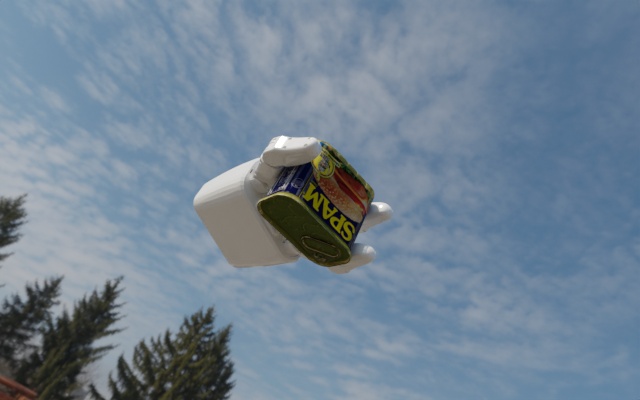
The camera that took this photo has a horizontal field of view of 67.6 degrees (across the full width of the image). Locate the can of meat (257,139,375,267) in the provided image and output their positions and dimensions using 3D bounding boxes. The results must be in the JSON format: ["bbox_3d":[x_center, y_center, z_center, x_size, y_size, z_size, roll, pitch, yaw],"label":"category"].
[{"bbox_3d":[0.000,0.001,0.475,0.057,0.084,0.102,-19,-56,46],"label":"can of meat"}]
